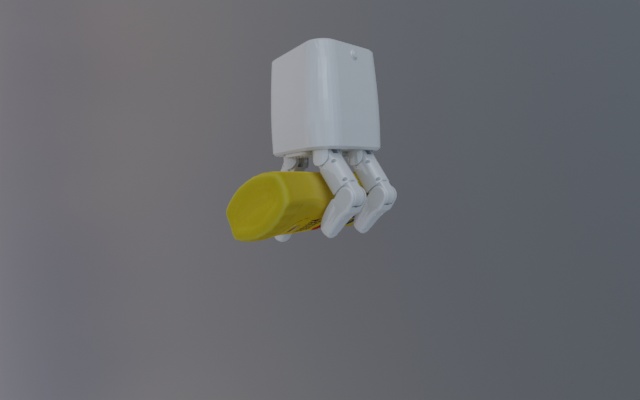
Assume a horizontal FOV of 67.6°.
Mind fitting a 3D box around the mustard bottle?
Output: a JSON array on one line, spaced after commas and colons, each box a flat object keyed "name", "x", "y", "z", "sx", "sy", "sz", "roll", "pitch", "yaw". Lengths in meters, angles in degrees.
[{"name": "mustard bottle", "x": 0.000, "y": 0.002, "z": 0.520, "sx": 0.191, "sy": 0.058, "sz": 0.096, "roll": -5, "pitch": -22, "yaw": -48}]
